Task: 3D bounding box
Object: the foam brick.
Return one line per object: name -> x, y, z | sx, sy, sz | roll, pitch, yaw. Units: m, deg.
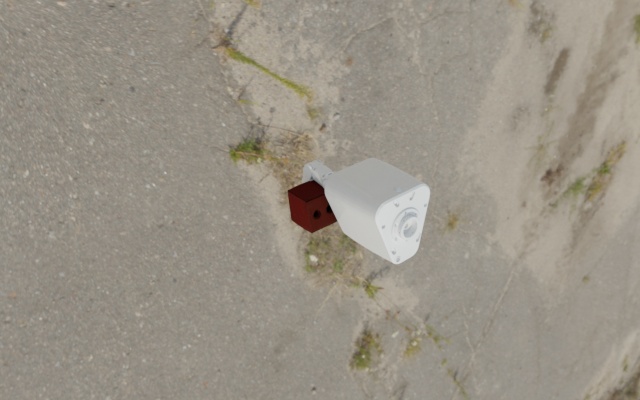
foam brick -> 0.000, 0.002, 0.685 | 0.078, 0.053, 0.051 | -24, 34, -26
